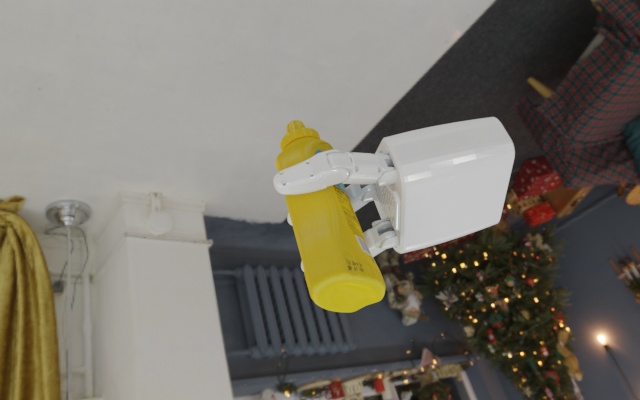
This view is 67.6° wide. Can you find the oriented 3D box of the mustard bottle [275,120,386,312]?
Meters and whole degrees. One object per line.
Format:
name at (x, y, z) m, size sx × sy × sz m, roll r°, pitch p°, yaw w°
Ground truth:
mustard bottle at (0.000, 0.002, 0.440) m, size 0.058 × 0.191 × 0.096 m, roll -27°, pitch -31°, yaw 15°
